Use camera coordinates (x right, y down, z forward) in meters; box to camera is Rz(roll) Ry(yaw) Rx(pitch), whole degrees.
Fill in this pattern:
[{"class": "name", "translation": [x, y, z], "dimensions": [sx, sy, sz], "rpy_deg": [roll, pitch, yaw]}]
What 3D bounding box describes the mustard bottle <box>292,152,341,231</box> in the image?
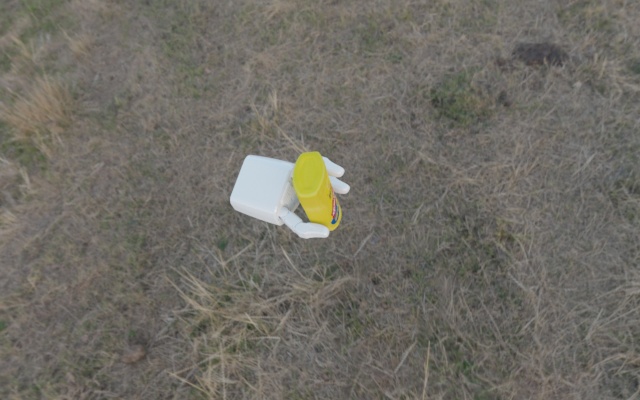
[{"class": "mustard bottle", "translation": [0.000, 0.003, 0.877], "dimensions": [0.058, 0.096, 0.192], "rpy_deg": [-7, -33, 11]}]
